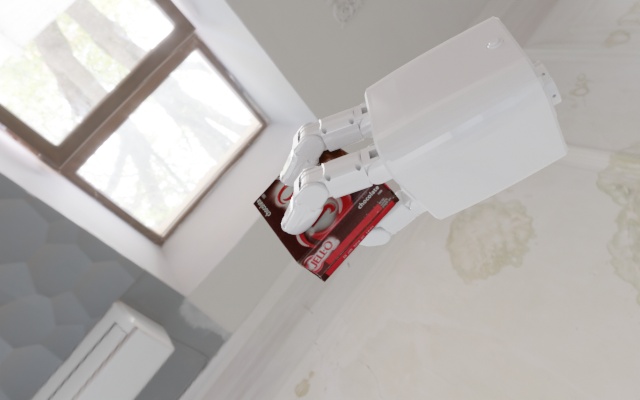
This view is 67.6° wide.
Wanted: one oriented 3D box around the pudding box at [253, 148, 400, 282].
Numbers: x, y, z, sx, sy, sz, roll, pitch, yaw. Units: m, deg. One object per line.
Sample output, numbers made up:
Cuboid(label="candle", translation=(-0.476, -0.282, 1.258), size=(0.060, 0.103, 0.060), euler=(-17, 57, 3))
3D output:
Cuboid(label="pudding box", translation=(0.000, 0.001, 0.404), size=(0.039, 0.090, 0.113), euler=(43, 0, -34))
